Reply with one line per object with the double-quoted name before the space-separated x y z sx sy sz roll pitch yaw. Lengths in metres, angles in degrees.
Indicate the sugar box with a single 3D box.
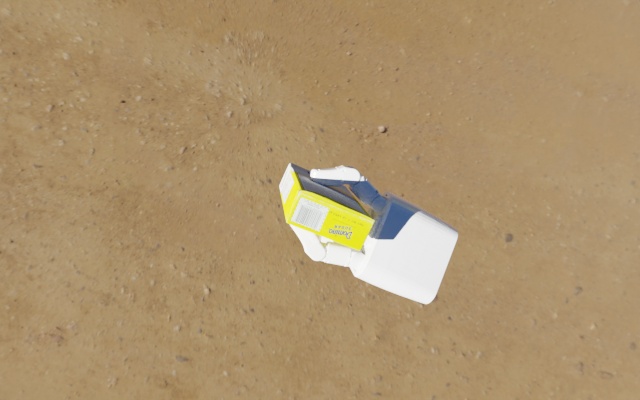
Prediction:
"sugar box" 0.000 0.003 0.598 0.093 0.048 0.176 23 8 -11
